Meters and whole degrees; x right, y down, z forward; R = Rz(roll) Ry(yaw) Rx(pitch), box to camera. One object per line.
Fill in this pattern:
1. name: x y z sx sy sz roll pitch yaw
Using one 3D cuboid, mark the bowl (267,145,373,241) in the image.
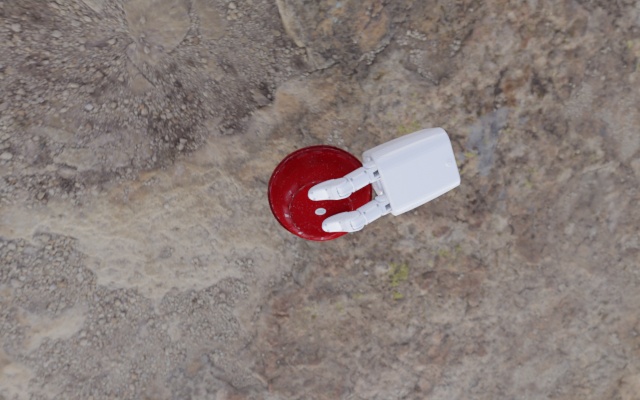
1. bowl: -0.001 0.003 0.709 0.162 0.162 0.055 0 26 -2
